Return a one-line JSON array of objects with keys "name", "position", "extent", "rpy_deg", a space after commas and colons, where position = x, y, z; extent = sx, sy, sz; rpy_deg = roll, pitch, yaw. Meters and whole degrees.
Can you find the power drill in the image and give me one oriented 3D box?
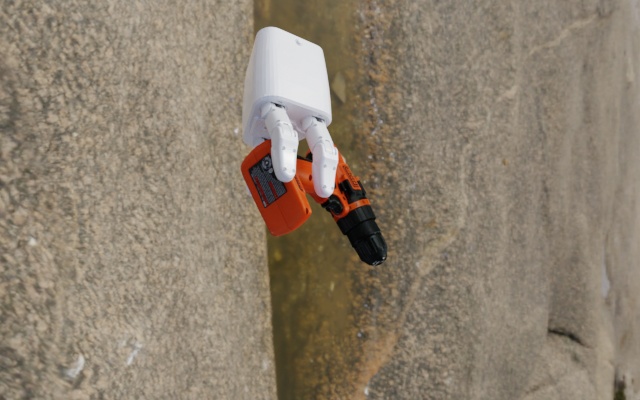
[{"name": "power drill", "position": [0.000, 0.002, 0.580], "extent": [0.057, 0.184, 0.187], "rpy_deg": [-37, -19, 23]}]
